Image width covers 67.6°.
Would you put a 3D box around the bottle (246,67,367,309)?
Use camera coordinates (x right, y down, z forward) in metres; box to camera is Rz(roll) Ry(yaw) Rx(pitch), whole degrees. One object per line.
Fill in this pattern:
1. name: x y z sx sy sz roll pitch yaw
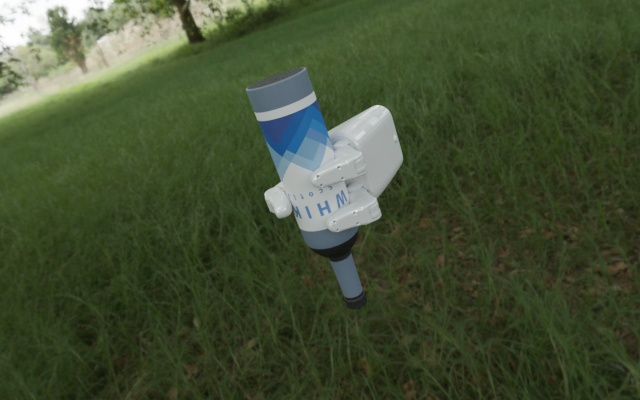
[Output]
1. bottle: 0.000 0.002 0.549 0.069 0.296 0.069 -17 23 7
